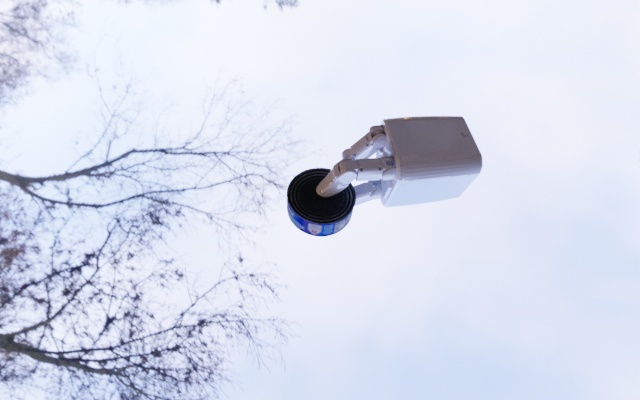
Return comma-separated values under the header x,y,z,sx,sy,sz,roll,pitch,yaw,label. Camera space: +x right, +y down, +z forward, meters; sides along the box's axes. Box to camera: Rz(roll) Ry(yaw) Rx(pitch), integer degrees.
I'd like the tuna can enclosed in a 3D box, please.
x,y,z,sx,sy,sz,roll,pitch,yaw,label
0.000,0.002,0.600,0.086,0.086,0.034,0,-36,-6,tuna can
